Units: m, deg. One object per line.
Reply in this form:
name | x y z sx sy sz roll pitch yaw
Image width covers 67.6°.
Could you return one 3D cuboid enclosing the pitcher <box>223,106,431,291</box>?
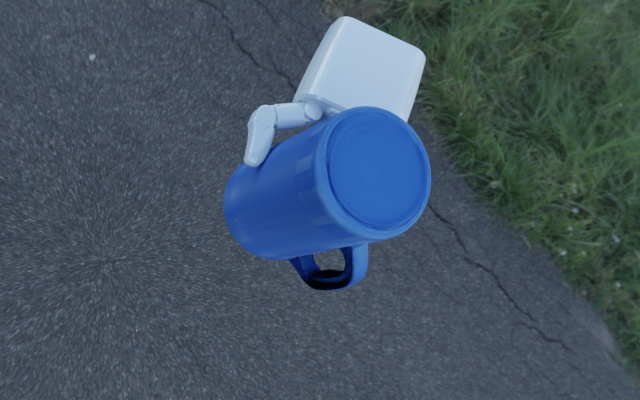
pitcher | 0.000 0.001 0.477 0.149 0.145 0.243 28 -17 -19
